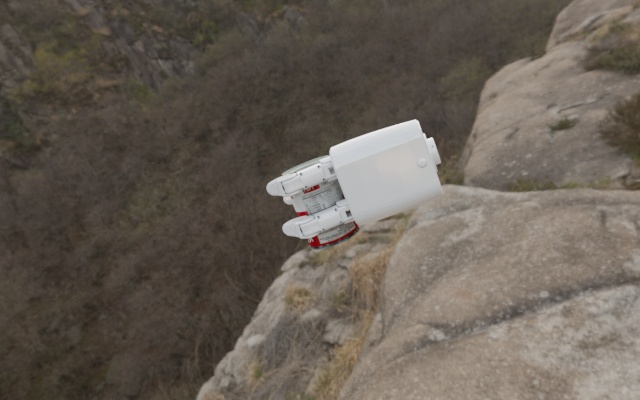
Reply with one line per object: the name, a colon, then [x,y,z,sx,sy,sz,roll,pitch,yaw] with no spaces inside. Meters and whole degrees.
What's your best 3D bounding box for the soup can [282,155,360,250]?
soup can: [0.000,0.002,0.605,0.068,0.102,0.068,-21,11,4]
